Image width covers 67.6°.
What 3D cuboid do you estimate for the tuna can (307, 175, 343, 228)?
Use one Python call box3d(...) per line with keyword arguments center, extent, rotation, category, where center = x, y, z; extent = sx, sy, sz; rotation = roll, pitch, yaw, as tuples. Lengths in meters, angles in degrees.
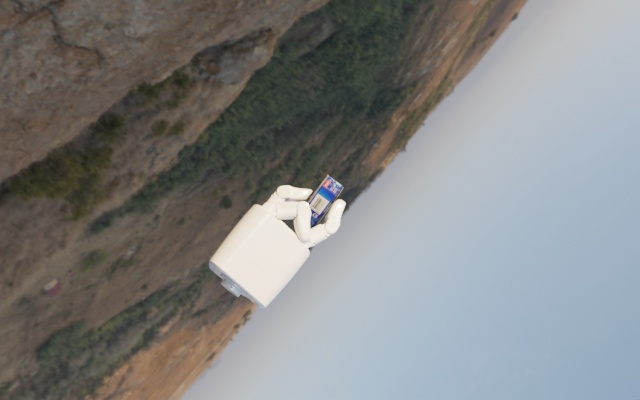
box3d(center=(0.001, 0.003, 0.771), extent=(0.034, 0.086, 0.086), rotation=(36, 0, 0), category="tuna can")
